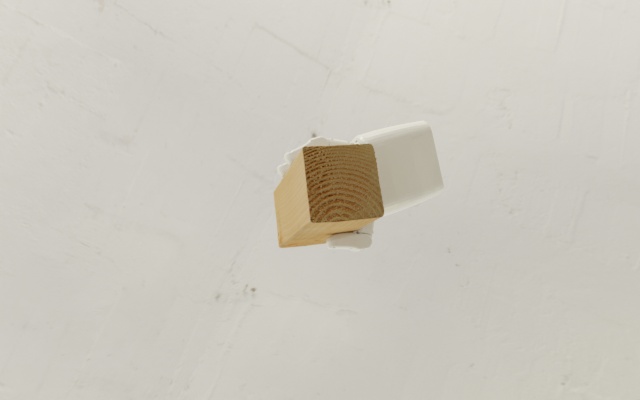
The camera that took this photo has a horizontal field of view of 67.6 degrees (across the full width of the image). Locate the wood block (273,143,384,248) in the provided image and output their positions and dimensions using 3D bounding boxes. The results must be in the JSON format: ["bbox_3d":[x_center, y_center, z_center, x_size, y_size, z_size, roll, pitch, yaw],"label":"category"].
[{"bbox_3d":[0.000,0.002,0.636,0.090,0.090,0.206,-4,-12,-16],"label":"wood block"}]
